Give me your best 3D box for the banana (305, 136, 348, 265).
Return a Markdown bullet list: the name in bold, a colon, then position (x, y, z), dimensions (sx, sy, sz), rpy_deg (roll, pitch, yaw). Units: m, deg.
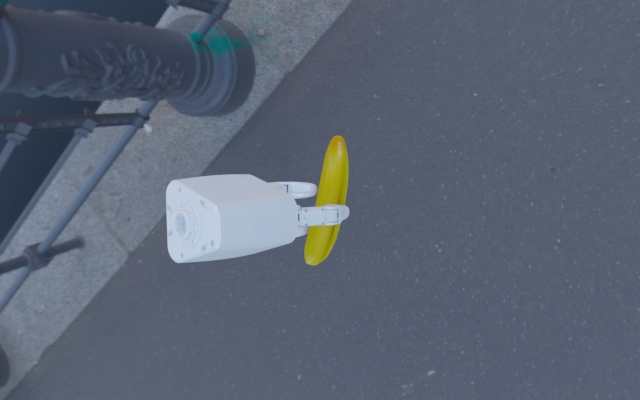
- **banana**: position (0.005, 0.013, 0.646), dimensions (0.037, 0.198, 0.069), rpy_deg (5, 24, -23)
